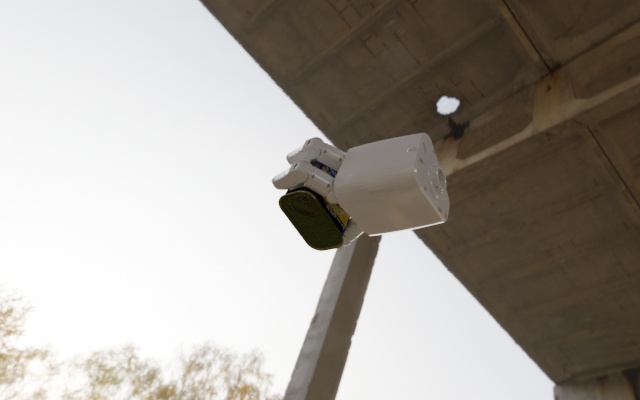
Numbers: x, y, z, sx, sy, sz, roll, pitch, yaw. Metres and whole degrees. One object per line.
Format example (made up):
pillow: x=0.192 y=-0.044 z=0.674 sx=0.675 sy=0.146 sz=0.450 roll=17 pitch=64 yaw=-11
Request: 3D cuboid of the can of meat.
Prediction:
can of meat: x=0.000 y=0.002 z=0.643 sx=0.057 sy=0.102 sz=0.084 roll=-15 pitch=34 yaw=33
